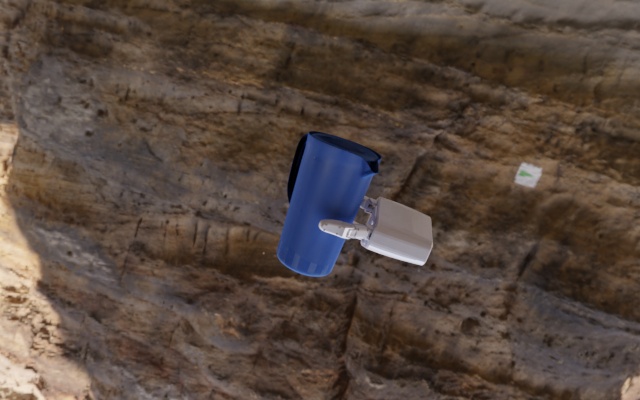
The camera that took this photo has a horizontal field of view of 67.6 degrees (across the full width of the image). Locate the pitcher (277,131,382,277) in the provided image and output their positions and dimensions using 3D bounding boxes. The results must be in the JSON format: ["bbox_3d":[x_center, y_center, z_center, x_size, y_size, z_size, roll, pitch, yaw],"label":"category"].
[{"bbox_3d":[0.000,0.003,0.855,0.145,0.243,0.149,19,16,-3],"label":"pitcher"}]
